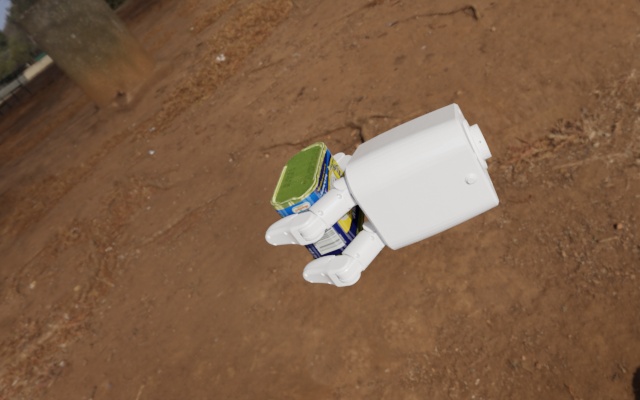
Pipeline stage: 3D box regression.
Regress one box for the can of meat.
[{"bbox_3d":[0.000,0.001,0.487,0.057,0.084,0.102,-23,30,24],"label":"can of meat"}]
